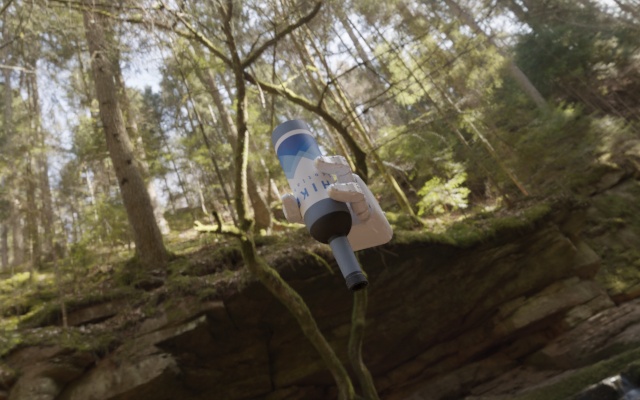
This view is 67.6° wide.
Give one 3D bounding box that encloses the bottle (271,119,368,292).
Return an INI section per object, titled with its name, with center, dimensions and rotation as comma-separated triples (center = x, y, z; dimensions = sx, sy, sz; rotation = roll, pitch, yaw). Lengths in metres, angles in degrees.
[bottle]
center = 0.000, 0.002, 0.711
dimensions = 0.069, 0.295, 0.069
rotation = -17, -34, -12
